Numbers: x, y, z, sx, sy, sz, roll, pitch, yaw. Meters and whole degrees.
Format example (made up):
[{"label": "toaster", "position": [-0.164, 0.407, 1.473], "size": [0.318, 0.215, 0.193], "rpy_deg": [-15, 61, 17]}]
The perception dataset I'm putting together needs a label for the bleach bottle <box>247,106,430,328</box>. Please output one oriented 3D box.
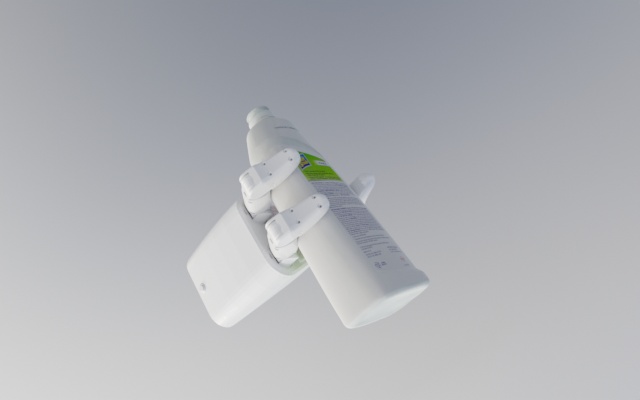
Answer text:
[{"label": "bleach bottle", "position": [0.000, 0.002, 0.485], "size": [0.068, 0.250, 0.102], "rpy_deg": [-46, -26, 26]}]
